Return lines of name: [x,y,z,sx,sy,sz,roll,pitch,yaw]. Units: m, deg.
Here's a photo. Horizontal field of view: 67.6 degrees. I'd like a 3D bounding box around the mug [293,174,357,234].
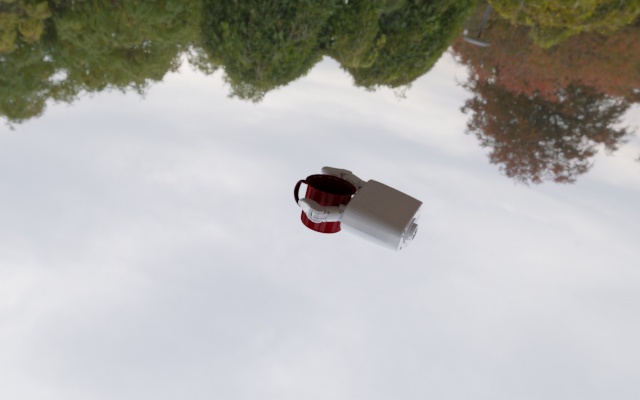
mug: [-0.001,0.003,0.865,0.117,0.081,0.093,24,25,22]
